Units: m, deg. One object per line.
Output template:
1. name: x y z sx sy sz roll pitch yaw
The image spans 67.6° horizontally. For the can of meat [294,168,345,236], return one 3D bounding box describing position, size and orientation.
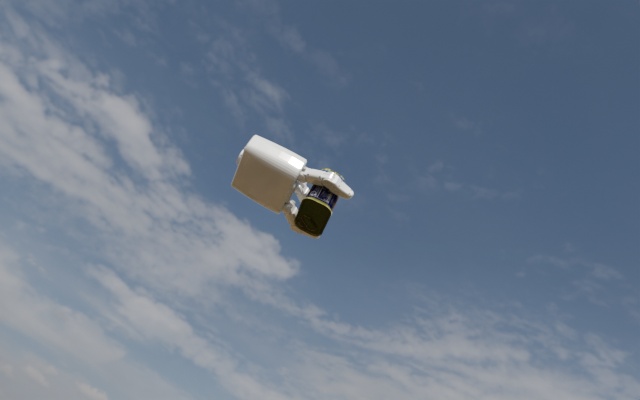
1. can of meat: 0.000 0.003 0.880 0.057 0.084 0.102 26 -38 2
